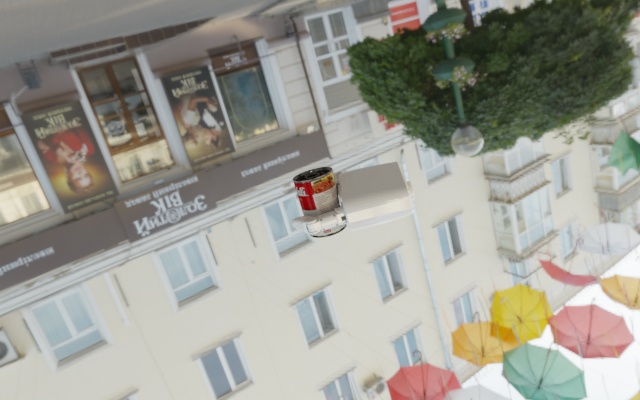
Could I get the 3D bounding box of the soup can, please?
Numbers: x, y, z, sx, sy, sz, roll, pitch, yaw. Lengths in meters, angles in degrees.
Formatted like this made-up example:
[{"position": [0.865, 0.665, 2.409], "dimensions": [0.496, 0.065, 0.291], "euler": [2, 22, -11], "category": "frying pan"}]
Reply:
[{"position": [0.000, 0.003, 0.797], "dimensions": [0.068, 0.102, 0.068], "euler": [-15, 17, 5], "category": "soup can"}]
